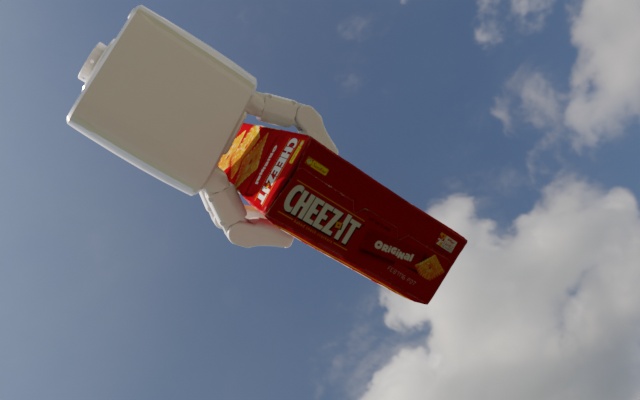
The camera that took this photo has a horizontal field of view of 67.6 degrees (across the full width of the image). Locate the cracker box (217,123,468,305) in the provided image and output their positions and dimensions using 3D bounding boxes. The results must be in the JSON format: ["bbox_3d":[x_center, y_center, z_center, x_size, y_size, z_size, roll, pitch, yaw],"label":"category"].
[{"bbox_3d":[0.000,0.001,0.442,0.164,0.072,0.213,30,0,-25],"label":"cracker box"}]
